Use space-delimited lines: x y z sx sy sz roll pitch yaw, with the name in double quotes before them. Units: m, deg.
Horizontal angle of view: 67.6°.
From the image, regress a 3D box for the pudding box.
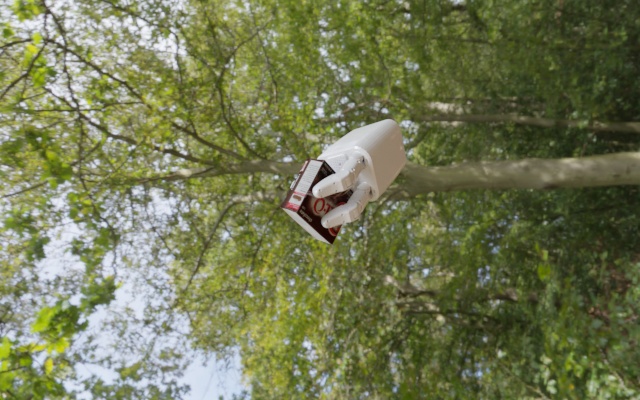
"pudding box" 0.000 0.002 0.718 0.039 0.090 0.113 13 -20 40
